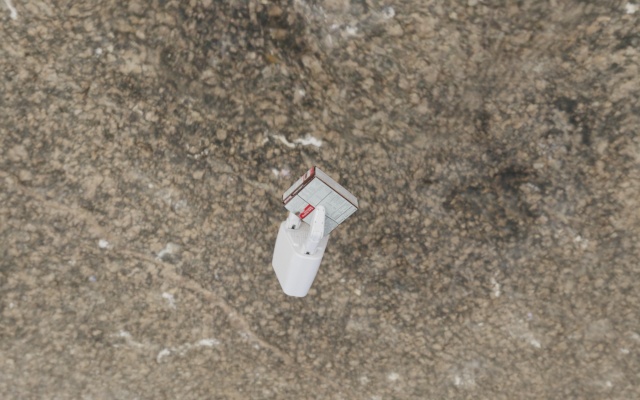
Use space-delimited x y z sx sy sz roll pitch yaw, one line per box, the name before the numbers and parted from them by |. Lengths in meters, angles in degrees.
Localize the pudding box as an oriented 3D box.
pudding box | 0.000 0.003 0.868 0.113 0.090 0.039 36 25 -27
